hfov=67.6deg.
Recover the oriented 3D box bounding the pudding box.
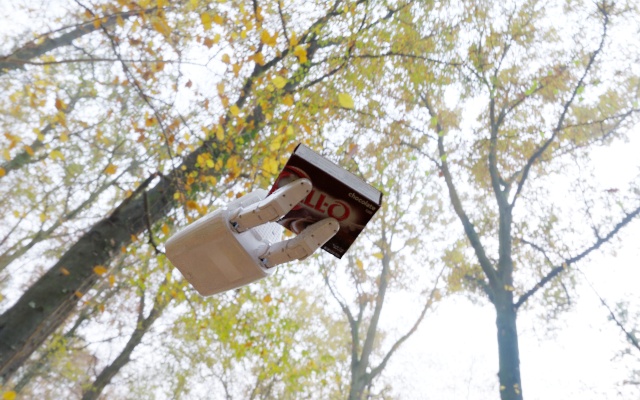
[{"bbox_3d":[0.000,0.002,0.538,0.113,0.090,0.039,29,33,-6],"label":"pudding box"}]
